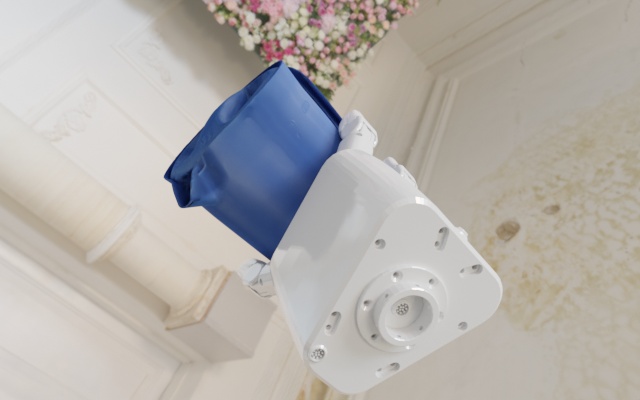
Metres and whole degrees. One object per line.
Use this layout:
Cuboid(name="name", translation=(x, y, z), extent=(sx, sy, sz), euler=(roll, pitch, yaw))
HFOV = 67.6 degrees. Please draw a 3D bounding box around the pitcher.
Cuboid(name="pitcher", translation=(0.000, 0.002, 0.430), extent=(0.243, 0.149, 0.145), euler=(45, 1, -21))
